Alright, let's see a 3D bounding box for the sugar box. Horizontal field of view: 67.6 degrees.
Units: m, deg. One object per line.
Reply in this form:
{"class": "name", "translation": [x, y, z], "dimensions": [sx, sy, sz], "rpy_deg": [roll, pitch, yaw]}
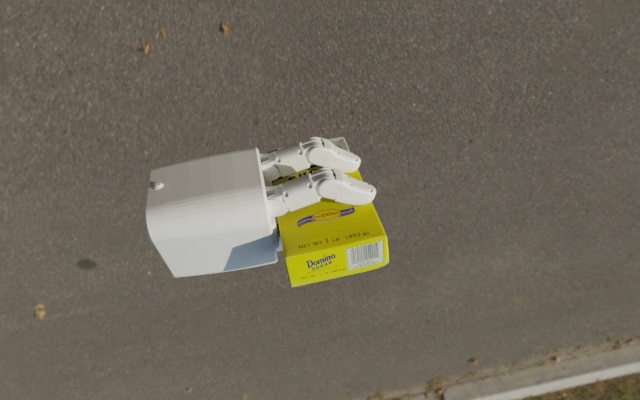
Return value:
{"class": "sugar box", "translation": [0.000, 0.001, 0.485], "dimensions": [0.093, 0.048, 0.176], "rpy_deg": [-12, 41, -5]}
